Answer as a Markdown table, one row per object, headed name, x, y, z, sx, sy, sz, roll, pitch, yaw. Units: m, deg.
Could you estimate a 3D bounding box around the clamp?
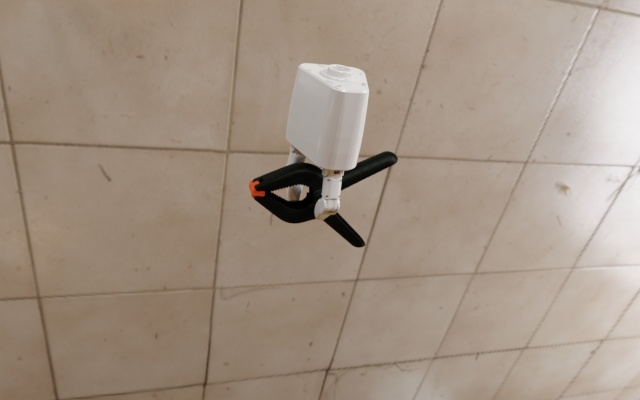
| name | x | y | z | sx | sy | sz | roll | pitch | yaw |
| --- | --- | --- | --- | --- | --- | --- | --- | --- | --- |
| clamp | 0.000 | 0.002 | 0.695 | 0.210 | 0.165 | 0.036 | -1 | 30 | -19 |
